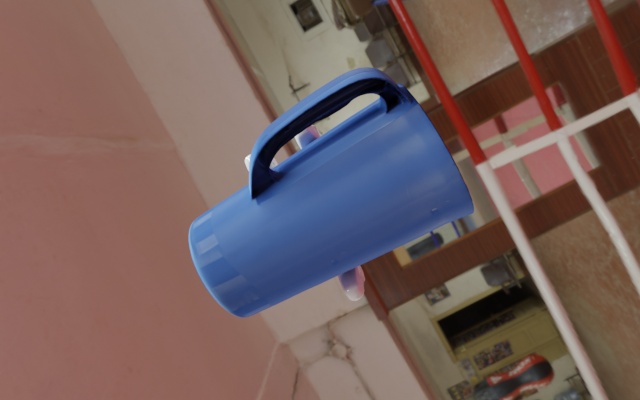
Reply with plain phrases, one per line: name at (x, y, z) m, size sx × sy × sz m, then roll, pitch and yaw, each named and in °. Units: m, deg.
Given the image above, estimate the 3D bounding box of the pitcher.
pitcher at (0.000, 0.001, 0.440) m, size 0.243 × 0.149 × 0.145 m, roll -29°, pitch -6°, yaw 7°
